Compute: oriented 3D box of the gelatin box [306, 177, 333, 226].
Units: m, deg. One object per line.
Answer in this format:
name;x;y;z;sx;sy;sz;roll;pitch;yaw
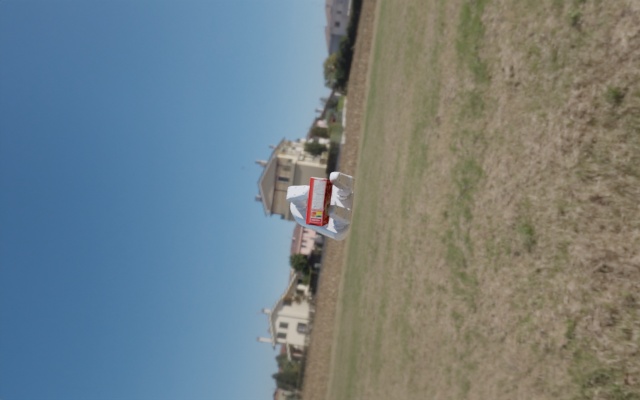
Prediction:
gelatin box;0.000;0.002;0.765;0.030;0.073;0.089;6;0;8
